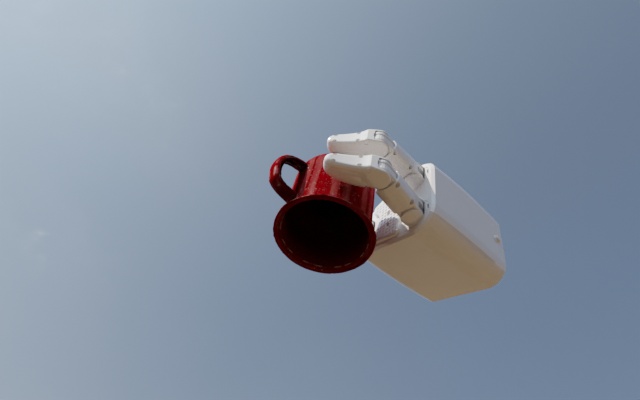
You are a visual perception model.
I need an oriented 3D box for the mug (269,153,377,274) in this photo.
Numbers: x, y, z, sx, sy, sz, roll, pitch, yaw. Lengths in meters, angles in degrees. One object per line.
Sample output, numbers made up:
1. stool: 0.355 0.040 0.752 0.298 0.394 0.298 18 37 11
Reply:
1. mug: -0.001 0.001 0.451 0.117 0.081 0.093 38 -55 -17
